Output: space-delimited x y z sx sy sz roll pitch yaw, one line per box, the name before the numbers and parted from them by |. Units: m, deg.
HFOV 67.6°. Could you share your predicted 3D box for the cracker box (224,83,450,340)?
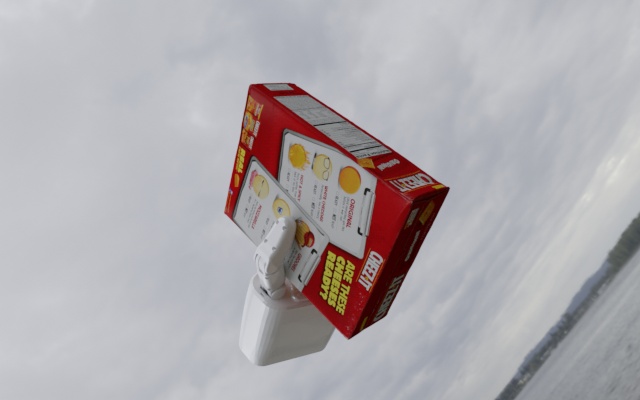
cracker box | 0.000 0.002 0.480 0.072 0.164 0.213 -18 47 -43
